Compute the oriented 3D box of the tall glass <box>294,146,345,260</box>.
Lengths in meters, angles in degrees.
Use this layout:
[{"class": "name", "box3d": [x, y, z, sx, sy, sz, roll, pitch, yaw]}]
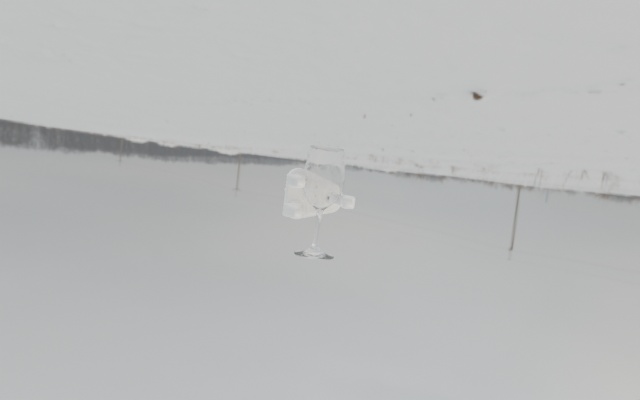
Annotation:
[{"class": "tall glass", "box3d": [0.000, 0.004, 0.874, 0.079, 0.201, 0.079, 7, 5, -1]}]
